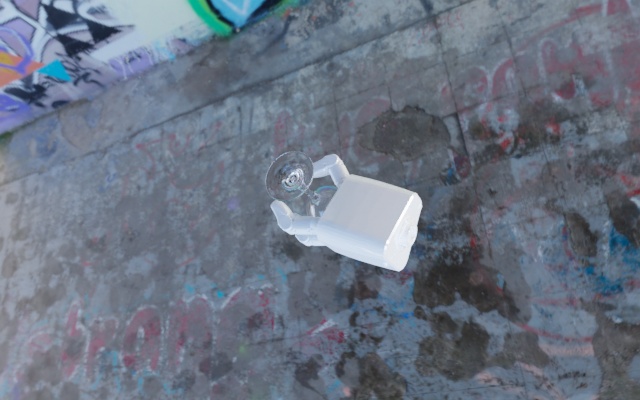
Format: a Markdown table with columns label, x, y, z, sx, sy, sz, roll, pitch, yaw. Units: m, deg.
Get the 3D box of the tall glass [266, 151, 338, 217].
| label | x | y | z | sx | sy | sz | roll | pitch | yaw |
| --- | --- | --- | --- | --- | --- | --- | --- | --- | --- |
| tall glass | 0.000 | 0.002 | 0.727 | 0.079 | 0.079 | 0.201 | 0 | -21 | 27 |
